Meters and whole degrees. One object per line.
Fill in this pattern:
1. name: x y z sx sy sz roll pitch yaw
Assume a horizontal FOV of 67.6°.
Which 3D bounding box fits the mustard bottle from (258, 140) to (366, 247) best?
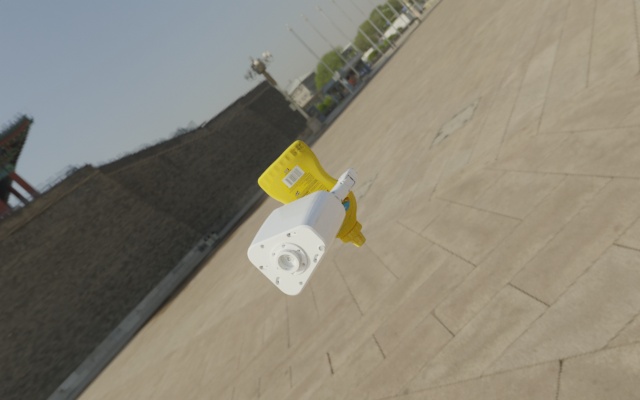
1. mustard bottle: 0.000 0.002 0.756 0.191 0.096 0.058 45 3 -8
